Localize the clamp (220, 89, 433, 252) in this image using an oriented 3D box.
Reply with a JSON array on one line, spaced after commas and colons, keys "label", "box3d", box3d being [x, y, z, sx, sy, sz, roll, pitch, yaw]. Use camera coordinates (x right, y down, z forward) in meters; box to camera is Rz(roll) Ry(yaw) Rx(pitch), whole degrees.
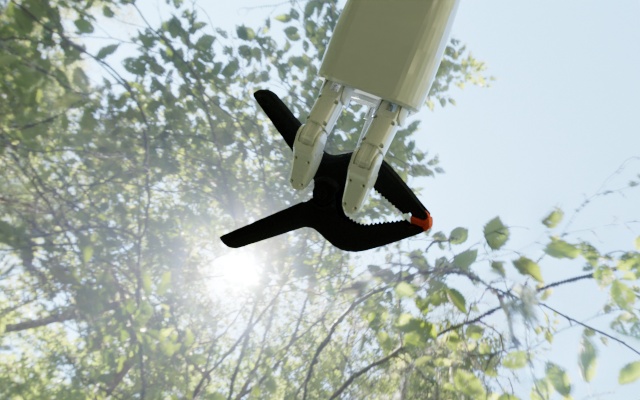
[{"label": "clamp", "box3d": [0.001, 0.001, 0.461, 0.210, 0.164, 0.036, 24, 11, 17]}]
